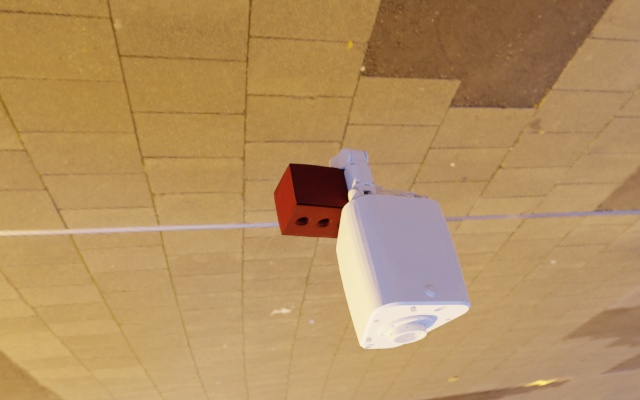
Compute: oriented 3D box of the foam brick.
[{"bbox_3d":[0.000,0.002,0.472,0.078,0.051,0.053,4,-37,-21],"label":"foam brick"}]
